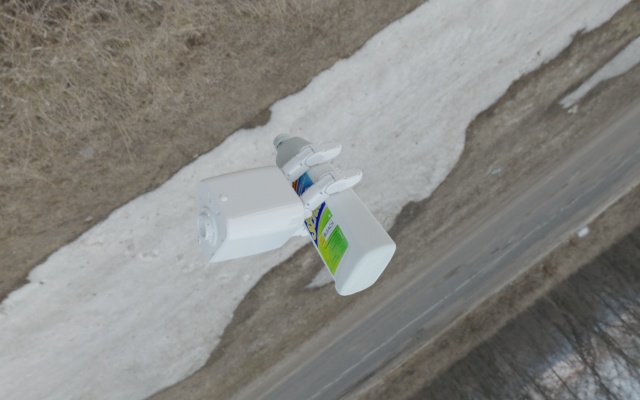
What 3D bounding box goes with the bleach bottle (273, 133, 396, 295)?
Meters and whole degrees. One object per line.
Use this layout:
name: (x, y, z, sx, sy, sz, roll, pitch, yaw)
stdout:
bleach bottle: (0.000, 0.002, 0.670, 0.068, 0.250, 0.103, -12, -38, -34)
